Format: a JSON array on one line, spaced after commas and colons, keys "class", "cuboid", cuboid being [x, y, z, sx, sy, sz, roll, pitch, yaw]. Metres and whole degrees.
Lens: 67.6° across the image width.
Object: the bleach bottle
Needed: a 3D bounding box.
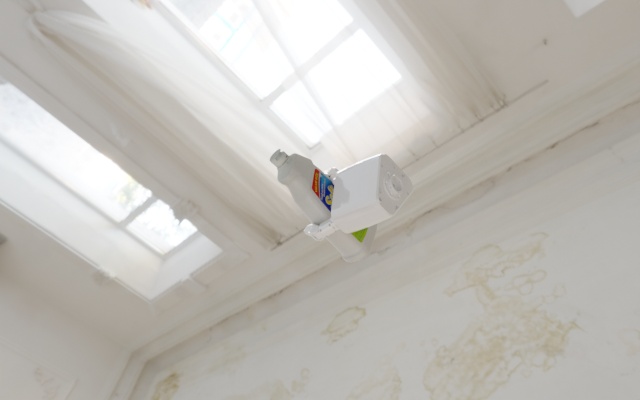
[{"class": "bleach bottle", "cuboid": [0.000, 0.003, 0.897, 0.251, 0.102, 0.068, 43, -42, -22]}]
